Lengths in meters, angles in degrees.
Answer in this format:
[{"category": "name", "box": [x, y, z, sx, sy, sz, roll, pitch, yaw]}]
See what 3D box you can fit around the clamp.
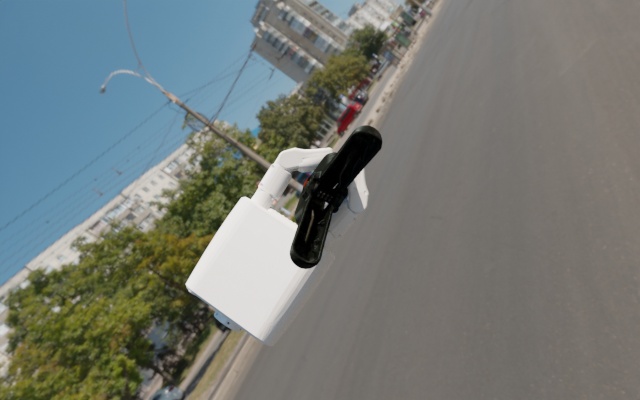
[{"category": "clamp", "box": [0.000, 0.001, 0.430, 0.039, 0.120, 0.171, 34, -9, -4]}]
